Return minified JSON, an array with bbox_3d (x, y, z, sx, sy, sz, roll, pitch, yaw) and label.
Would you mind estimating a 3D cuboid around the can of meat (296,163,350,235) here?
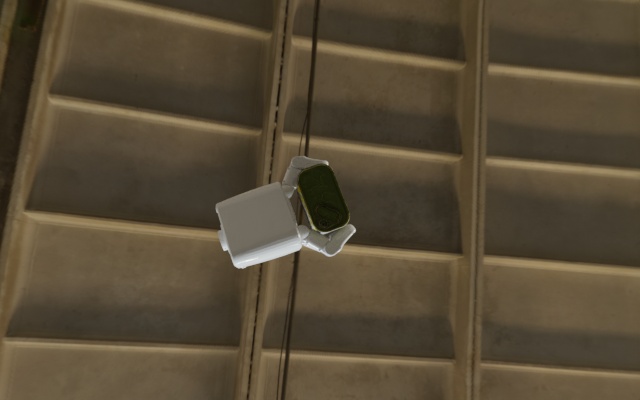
[{"bbox_3d":[0.000,0.002,0.748,0.057,0.102,0.084,-20,-7,-9],"label":"can of meat"}]
